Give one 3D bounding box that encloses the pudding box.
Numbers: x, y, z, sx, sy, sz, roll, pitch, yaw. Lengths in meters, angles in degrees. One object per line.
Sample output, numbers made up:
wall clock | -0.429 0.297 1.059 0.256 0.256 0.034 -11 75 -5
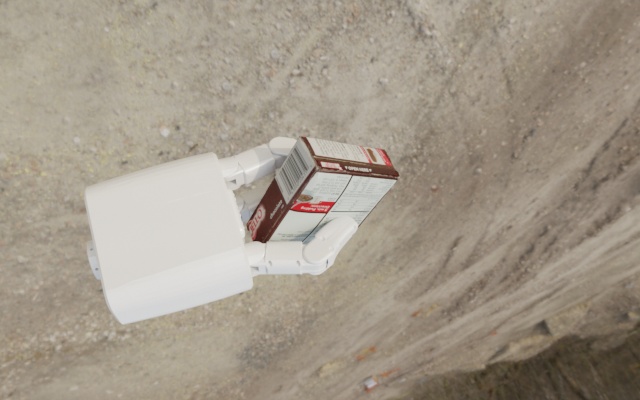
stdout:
pudding box | 0.000 0.001 0.412 0.090 0.039 0.113 3 -41 -36
